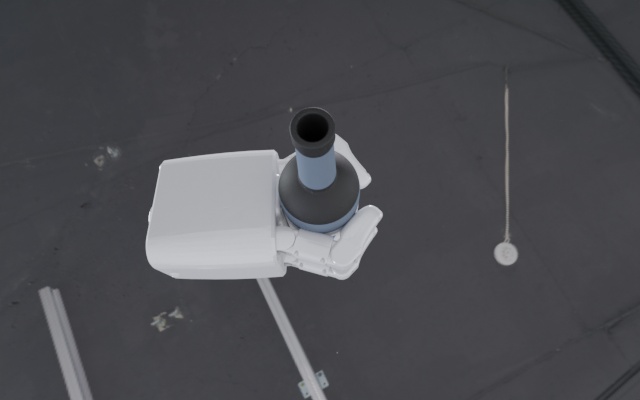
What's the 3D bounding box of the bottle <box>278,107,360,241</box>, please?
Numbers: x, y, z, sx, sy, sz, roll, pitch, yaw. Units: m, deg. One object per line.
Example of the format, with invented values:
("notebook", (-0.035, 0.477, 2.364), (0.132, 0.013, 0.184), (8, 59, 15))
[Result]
("bottle", (0.000, 0.001, 0.422), (0.069, 0.069, 0.296), (0, -18, 2))
